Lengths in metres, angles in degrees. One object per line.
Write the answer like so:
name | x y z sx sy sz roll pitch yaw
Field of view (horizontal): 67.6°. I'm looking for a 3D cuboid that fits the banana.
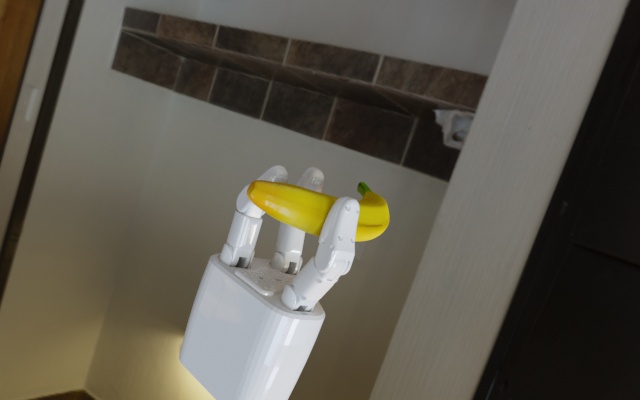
banana | 0.016 0.010 0.425 0.069 0.037 0.198 31 15 26
